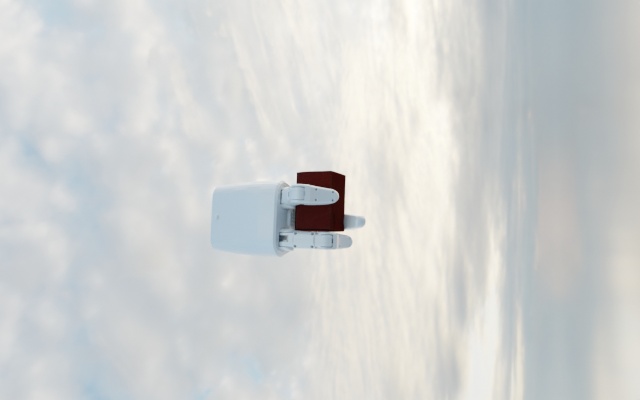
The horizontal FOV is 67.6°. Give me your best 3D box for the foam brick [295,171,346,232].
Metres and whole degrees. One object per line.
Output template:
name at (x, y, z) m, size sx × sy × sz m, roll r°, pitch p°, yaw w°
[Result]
foam brick at (0.000, 0.002, 0.628) m, size 0.051 × 0.078 × 0.053 m, roll 0°, pitch -6°, yaw 24°
